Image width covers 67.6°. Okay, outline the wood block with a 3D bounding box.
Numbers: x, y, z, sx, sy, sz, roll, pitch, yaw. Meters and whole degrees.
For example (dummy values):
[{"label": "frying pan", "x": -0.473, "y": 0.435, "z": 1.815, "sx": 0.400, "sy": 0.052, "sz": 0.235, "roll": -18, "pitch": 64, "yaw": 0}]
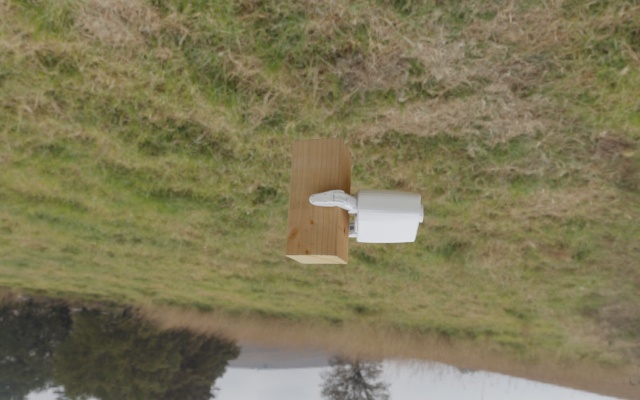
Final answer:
[{"label": "wood block", "x": 0.000, "y": 0.003, "z": 0.847, "sx": 0.090, "sy": 0.206, "sz": 0.091, "roll": -2, "pitch": -16, "yaw": 16}]
